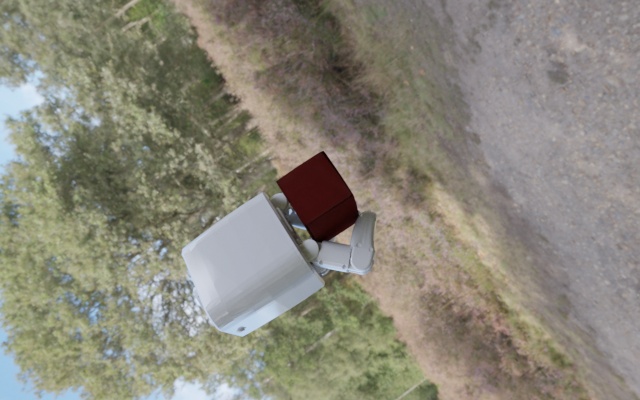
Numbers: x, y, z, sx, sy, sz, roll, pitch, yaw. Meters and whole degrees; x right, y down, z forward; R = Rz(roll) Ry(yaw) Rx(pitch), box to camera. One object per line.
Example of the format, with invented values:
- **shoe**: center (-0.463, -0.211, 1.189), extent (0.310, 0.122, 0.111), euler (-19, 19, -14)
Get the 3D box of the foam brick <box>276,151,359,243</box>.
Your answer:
- **foam brick**: center (0.000, 0.001, 0.447), extent (0.051, 0.053, 0.078), euler (-32, -22, -3)
